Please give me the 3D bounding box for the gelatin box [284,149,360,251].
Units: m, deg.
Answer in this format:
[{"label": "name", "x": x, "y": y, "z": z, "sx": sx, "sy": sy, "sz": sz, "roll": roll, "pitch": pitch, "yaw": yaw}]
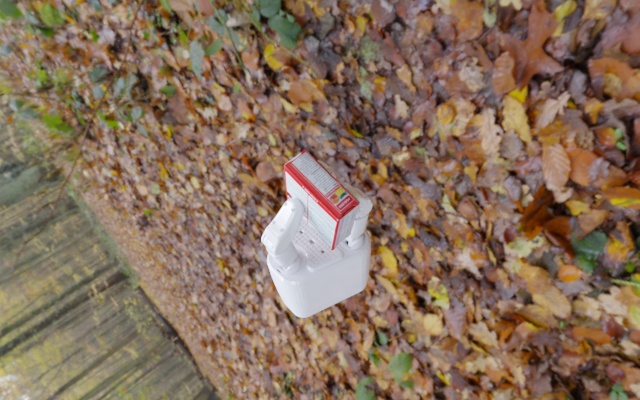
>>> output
[{"label": "gelatin box", "x": 0.000, "y": 0.002, "z": 0.464, "sx": 0.030, "sy": 0.073, "sz": 0.089, "roll": -39, "pitch": -17, "yaw": -16}]
